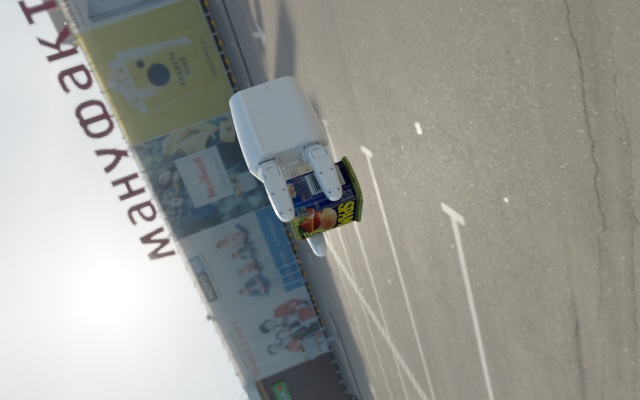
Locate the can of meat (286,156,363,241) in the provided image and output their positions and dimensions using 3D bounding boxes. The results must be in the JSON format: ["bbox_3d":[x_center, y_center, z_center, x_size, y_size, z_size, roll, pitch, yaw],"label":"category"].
[{"bbox_3d":[0.000,0.002,0.563,0.084,0.057,0.102,-20,-22,-6],"label":"can of meat"}]
